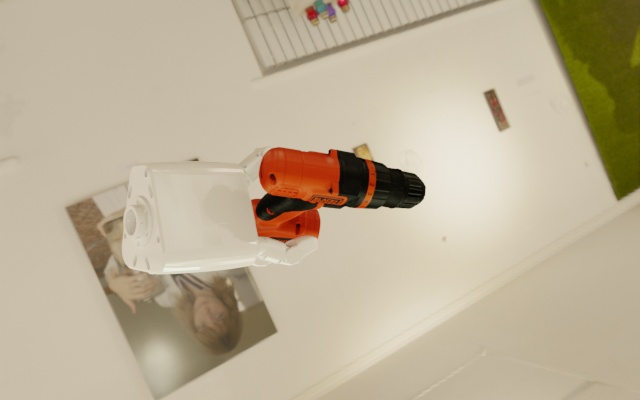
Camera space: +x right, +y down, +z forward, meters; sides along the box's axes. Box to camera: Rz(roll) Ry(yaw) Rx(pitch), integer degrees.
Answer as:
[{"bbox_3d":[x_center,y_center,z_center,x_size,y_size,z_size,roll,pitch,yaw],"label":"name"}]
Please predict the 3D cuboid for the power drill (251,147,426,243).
[{"bbox_3d":[0.000,0.002,0.546,0.184,0.057,0.188,9,-24,-23],"label":"power drill"}]
